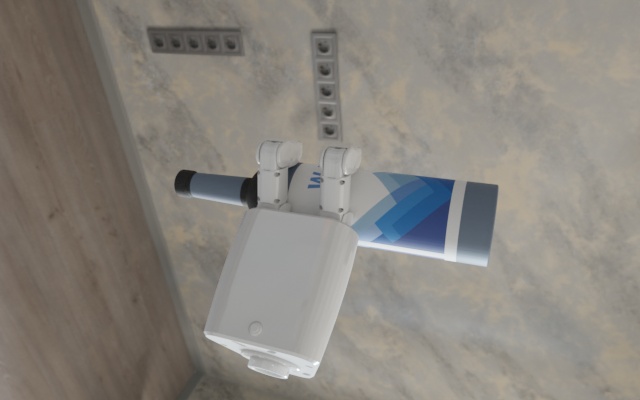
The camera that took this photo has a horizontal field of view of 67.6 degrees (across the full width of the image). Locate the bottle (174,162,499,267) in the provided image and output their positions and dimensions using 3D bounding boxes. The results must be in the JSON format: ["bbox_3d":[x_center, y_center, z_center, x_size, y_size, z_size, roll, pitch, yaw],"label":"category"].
[{"bbox_3d":[0.000,0.001,0.429,0.295,0.069,0.069,8,2,19],"label":"bottle"}]
